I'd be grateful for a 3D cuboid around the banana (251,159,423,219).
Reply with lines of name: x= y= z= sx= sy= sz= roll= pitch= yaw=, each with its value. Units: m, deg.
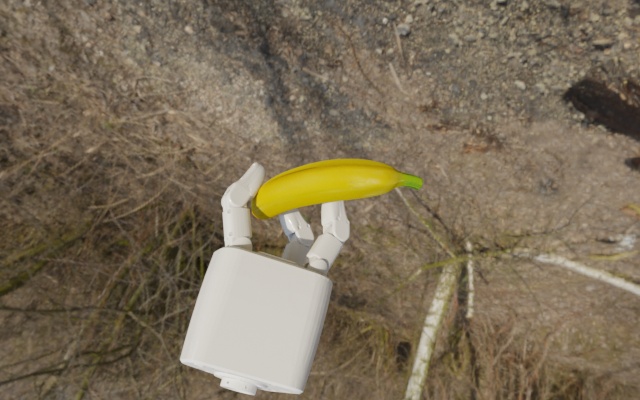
banana: x=-0.007 y=-0.008 z=0.459 sx=0.198 sy=0.037 sz=0.070 roll=-8 pitch=-32 yaw=34
